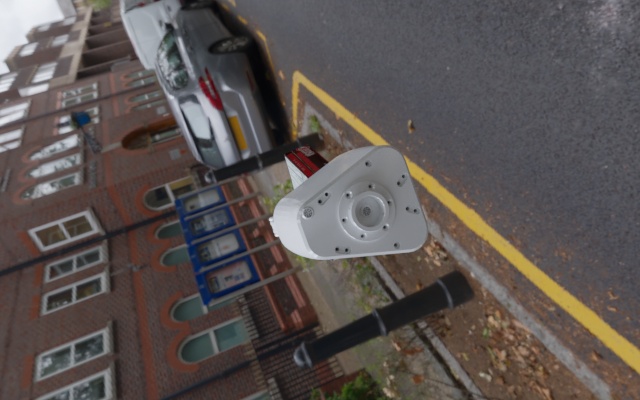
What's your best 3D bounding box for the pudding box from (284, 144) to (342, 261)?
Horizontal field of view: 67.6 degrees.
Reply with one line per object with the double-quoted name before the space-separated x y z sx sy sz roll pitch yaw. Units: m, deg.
"pudding box" 0.000 0.002 0.558 0.039 0.114 0.090 -21 32 -14
